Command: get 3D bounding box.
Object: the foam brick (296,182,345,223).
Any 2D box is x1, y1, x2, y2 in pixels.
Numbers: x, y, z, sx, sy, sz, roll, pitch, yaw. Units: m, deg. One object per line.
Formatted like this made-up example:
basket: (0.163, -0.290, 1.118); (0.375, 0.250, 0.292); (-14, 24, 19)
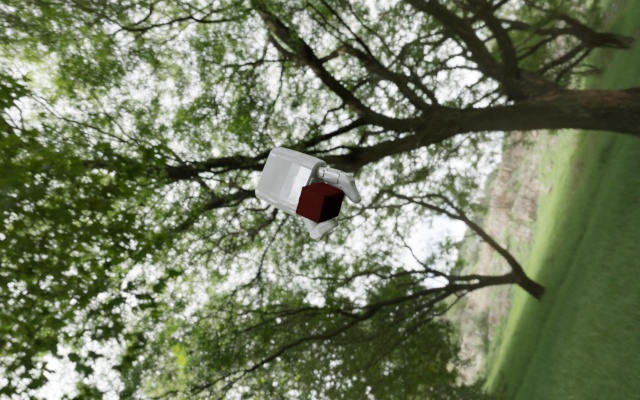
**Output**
foam brick: (0.000, 0.003, 0.859); (0.051, 0.053, 0.078); (24, 19, 25)
